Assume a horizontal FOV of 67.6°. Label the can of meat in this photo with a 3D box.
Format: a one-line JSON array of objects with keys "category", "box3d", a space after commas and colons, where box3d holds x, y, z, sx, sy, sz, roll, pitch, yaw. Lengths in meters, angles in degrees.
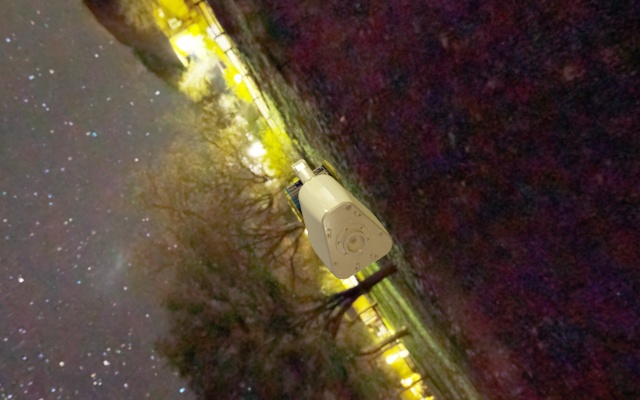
[{"category": "can of meat", "box3d": [0.000, 0.003, 0.759, 0.084, 0.102, 0.057, -33, 31, -4]}]
